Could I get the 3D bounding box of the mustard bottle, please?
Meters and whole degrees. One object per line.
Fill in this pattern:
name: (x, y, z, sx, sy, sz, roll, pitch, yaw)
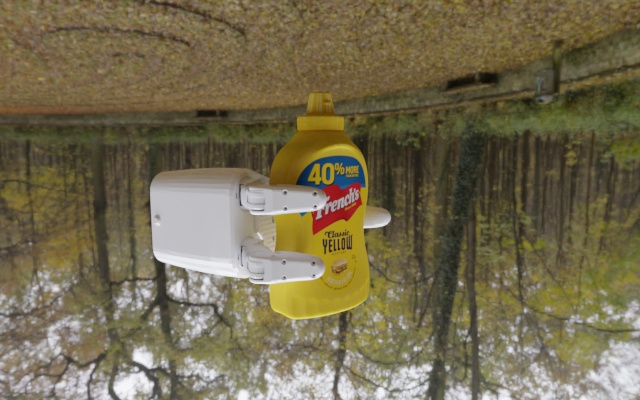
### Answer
mustard bottle: (0.000, 0.002, 0.425, 0.096, 0.191, 0.058, -5, 8, -36)
